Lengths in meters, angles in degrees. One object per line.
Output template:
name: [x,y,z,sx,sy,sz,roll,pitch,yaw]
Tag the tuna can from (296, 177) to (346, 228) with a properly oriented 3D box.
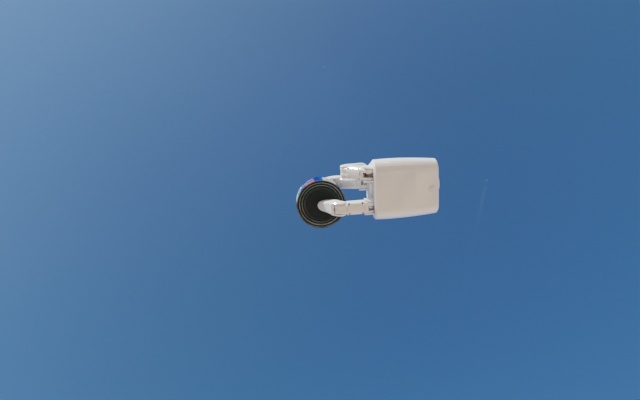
tuna can: [0.000,0.003,0.837,0.086,0.086,0.033,0,15,-5]
